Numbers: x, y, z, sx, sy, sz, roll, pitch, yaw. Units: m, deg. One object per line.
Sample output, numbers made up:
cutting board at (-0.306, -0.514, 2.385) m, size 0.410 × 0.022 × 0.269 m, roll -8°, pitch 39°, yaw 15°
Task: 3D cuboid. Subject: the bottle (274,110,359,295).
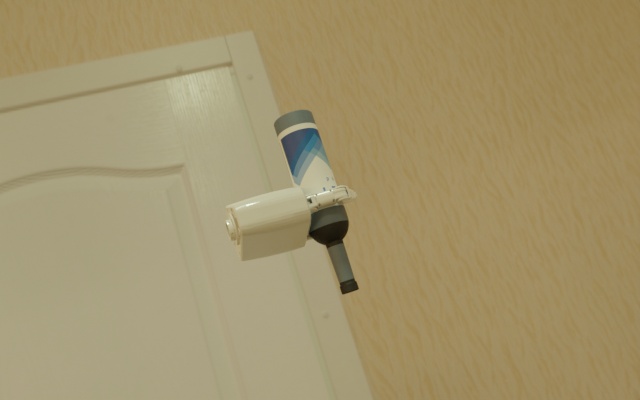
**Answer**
bottle at (0.000, 0.002, 0.754) m, size 0.069 × 0.295 × 0.069 m, roll -18°, pitch -13°, yaw -4°
